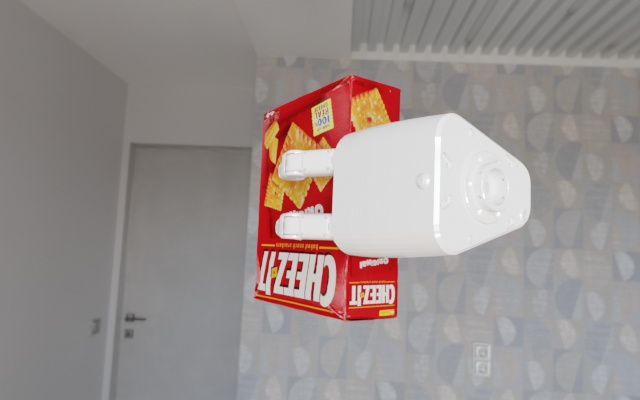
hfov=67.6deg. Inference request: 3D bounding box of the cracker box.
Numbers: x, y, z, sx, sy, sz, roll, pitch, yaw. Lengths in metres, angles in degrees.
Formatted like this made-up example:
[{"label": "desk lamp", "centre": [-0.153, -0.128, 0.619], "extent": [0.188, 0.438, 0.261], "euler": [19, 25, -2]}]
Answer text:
[{"label": "cracker box", "centre": [0.000, 0.001, 0.484], "extent": [0.072, 0.213, 0.164], "euler": [6, -7, -35]}]
